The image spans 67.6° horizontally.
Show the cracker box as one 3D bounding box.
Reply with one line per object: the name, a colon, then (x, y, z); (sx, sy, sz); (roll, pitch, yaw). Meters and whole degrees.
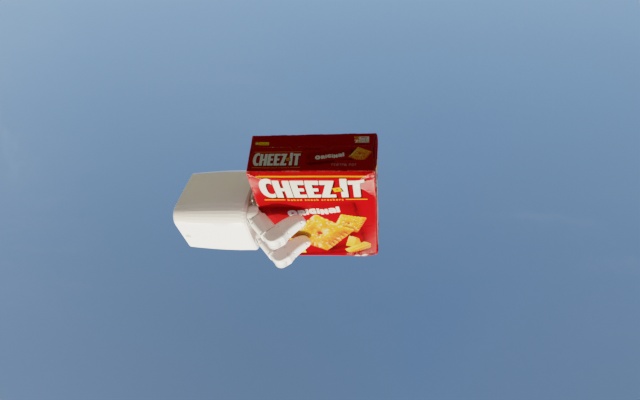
cracker box: (0.000, 0.002, 0.678); (0.164, 0.072, 0.214); (-1, -34, 7)
